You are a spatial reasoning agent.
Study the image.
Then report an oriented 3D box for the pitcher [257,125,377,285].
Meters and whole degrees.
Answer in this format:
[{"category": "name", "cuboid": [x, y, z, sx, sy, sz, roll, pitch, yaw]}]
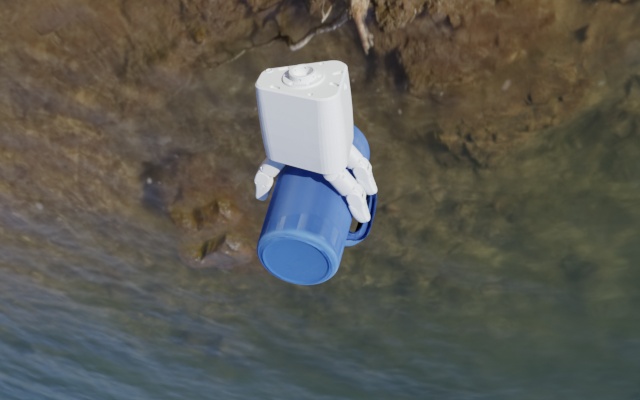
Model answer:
[{"category": "pitcher", "cuboid": [0.000, 0.002, 0.689, 0.149, 0.145, 0.242, 5, 44, 10]}]
